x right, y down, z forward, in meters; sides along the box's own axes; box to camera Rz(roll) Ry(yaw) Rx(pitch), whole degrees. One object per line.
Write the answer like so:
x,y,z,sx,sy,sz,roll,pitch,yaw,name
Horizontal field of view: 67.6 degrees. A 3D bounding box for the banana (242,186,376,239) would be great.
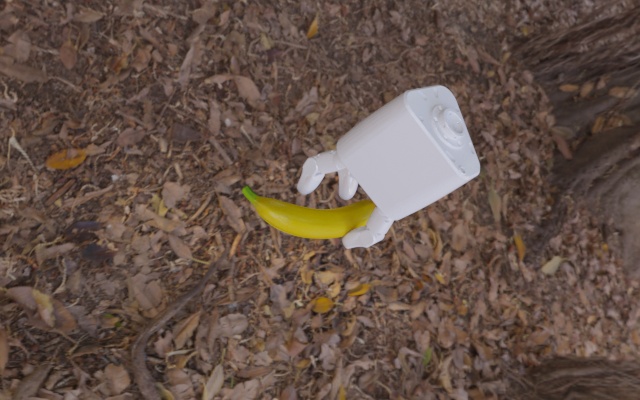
0.001,0.018,0.601,0.198,0.069,0.037,8,-35,-33,banana
